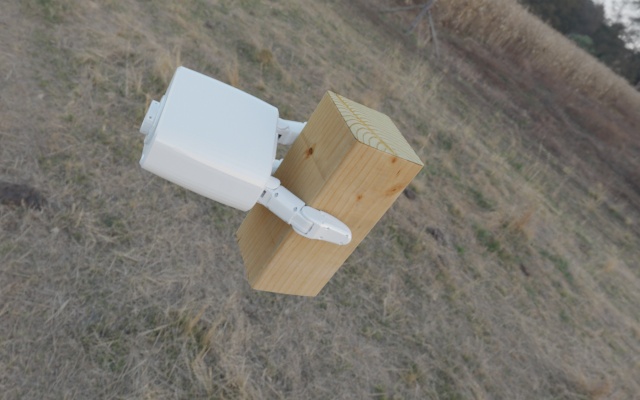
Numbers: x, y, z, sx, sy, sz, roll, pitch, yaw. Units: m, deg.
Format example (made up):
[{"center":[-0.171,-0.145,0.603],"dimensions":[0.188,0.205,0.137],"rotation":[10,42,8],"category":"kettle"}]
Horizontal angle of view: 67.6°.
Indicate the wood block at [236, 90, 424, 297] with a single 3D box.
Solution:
[{"center":[0.000,0.002,0.517],"dimensions":[0.090,0.206,0.090],"rotation":[15,35,-34],"category":"wood block"}]
